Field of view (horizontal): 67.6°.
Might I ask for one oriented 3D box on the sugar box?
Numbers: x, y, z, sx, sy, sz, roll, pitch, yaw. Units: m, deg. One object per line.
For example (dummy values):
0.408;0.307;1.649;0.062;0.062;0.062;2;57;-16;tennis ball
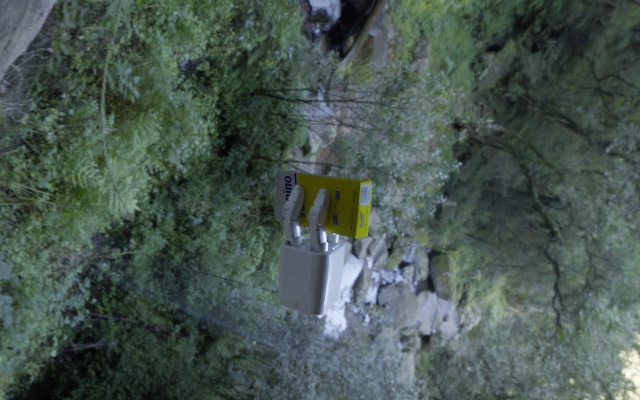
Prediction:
0.000;0.003;0.807;0.176;0.093;0.048;9;7;35;sugar box
